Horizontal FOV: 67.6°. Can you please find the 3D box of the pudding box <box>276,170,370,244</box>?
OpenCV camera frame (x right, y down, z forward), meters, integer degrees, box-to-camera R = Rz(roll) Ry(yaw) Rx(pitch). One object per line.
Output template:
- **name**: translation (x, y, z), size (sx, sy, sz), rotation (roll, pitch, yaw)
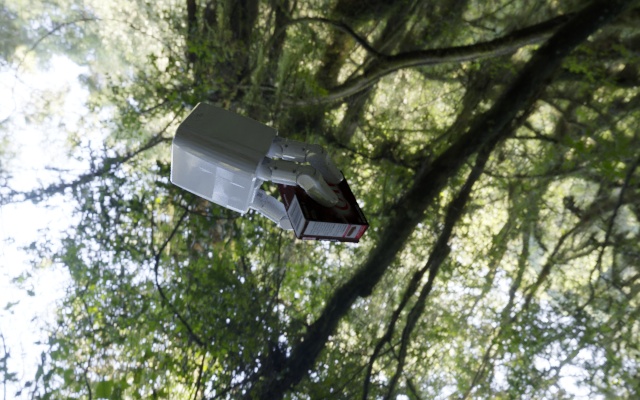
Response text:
- **pudding box**: translation (0.000, 0.002, 0.612), size (0.090, 0.039, 0.113), rotation (5, 42, -27)
